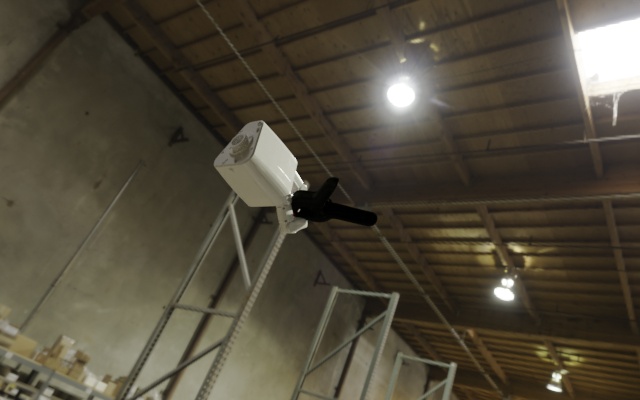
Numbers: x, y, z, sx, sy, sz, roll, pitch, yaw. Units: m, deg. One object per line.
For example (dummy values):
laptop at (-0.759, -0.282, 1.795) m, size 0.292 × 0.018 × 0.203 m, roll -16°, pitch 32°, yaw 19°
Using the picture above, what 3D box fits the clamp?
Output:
clamp at (0.000, 0.002, 0.804) m, size 0.171 × 0.039 × 0.120 m, roll -1°, pitch -41°, yaw 37°
